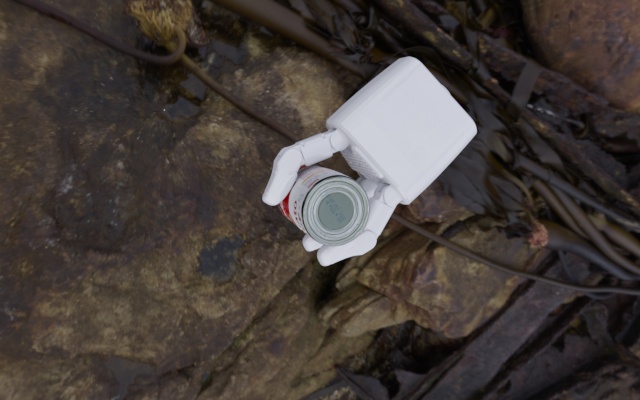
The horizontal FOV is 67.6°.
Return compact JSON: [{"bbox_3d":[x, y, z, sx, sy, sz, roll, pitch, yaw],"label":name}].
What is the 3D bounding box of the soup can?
[{"bbox_3d":[0.000,0.002,0.476,0.068,0.068,0.102,0,10,-18],"label":"soup can"}]
